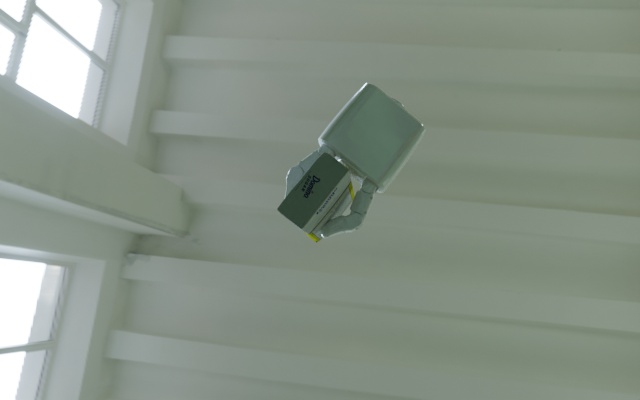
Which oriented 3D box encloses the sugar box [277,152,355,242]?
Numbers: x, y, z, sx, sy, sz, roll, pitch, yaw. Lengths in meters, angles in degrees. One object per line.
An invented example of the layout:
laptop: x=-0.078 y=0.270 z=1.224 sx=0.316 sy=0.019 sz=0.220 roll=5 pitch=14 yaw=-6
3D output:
sugar box: x=0.000 y=0.002 z=0.642 sx=0.048 sy=0.093 sz=0.176 roll=38 pitch=-5 yaw=13
